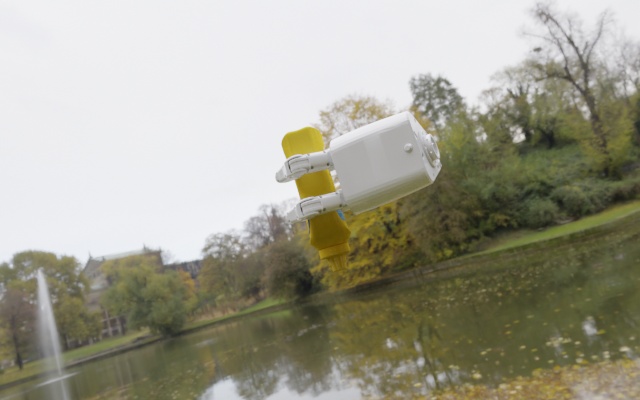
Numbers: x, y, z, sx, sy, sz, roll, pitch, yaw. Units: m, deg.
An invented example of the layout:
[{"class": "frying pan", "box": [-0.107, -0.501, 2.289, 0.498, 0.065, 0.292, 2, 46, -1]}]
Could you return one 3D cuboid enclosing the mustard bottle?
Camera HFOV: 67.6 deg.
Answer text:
[{"class": "mustard bottle", "box": [0.000, 0.002, 0.648, 0.058, 0.191, 0.096, -17, -9, 0]}]
